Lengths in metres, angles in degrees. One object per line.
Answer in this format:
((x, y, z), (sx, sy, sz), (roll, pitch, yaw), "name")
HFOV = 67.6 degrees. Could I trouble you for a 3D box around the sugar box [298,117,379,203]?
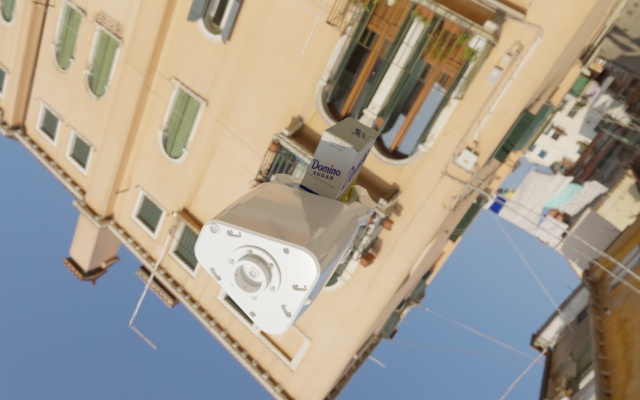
((0.000, 0.002, 0.517), (0.048, 0.176, 0.093), (32, 25, 7), "sugar box")
